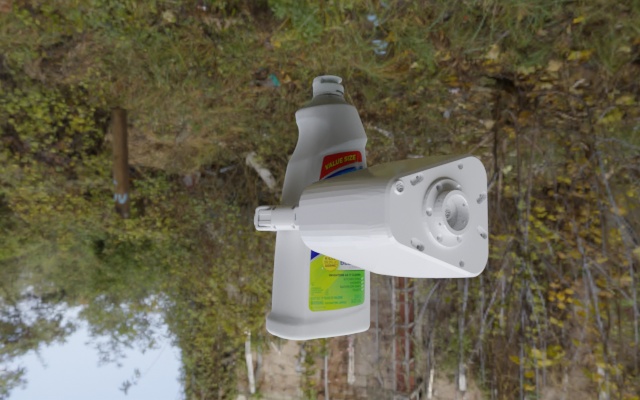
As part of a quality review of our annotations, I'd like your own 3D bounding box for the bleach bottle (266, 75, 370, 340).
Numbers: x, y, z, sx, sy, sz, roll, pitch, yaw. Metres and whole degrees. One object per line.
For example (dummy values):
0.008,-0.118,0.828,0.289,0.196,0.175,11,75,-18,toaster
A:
0.000,0.002,0.472,0.102,0.251,0.068,3,-5,-34,bleach bottle
